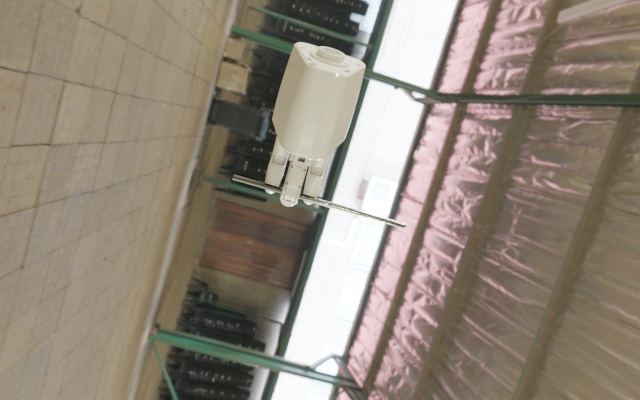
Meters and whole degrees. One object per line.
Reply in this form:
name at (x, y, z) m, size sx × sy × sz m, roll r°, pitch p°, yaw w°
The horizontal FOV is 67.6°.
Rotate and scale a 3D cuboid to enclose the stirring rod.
stirring rod at (0.000, 0.002, 0.641) m, size 0.239 × 0.011 × 0.011 m, roll 16°, pitch -1°, yaw -5°
